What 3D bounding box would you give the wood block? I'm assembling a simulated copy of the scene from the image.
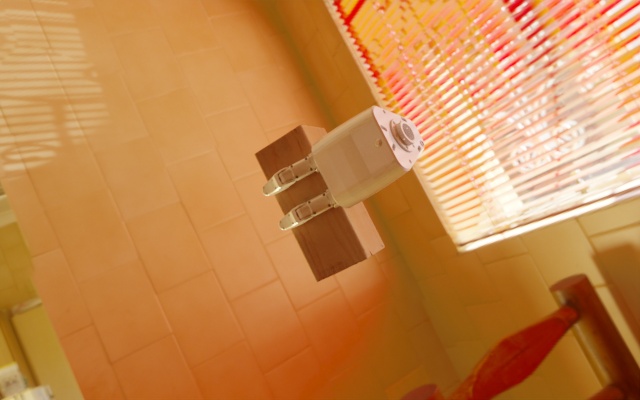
[{"bbox_3d":[0.000,0.002,0.707,0.090,0.206,0.091,-29,-7,23],"label":"wood block"}]
